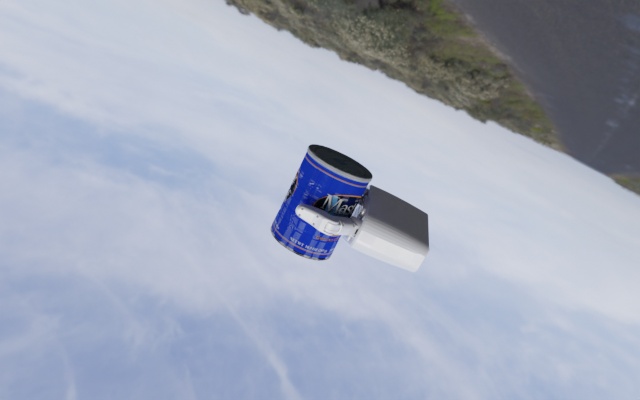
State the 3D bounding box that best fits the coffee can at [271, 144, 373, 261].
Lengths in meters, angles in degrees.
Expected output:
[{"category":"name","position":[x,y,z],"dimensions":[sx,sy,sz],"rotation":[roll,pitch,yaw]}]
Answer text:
[{"category":"coffee can","position":[0.000,0.002,0.706],"dimensions":[0.103,0.140,0.102],"rotation":[24,18,-8]}]
